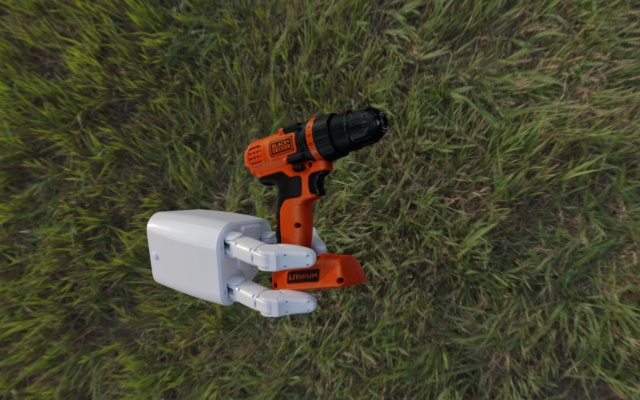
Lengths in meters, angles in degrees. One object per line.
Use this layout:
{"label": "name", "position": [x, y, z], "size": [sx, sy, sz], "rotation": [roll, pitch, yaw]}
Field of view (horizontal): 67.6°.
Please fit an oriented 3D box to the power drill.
{"label": "power drill", "position": [0.000, 0.002, 0.526], "size": [0.184, 0.187, 0.057], "rotation": [-13, -11, 36]}
